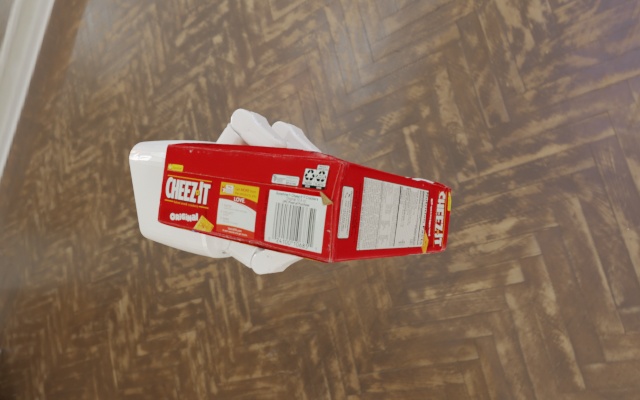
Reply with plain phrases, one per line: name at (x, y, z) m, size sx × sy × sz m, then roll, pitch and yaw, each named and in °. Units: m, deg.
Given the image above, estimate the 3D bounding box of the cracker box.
cracker box at (0.000, 0.002, 0.414) m, size 0.164 × 0.072 × 0.214 m, roll 8°, pitch 2°, yaw 33°
